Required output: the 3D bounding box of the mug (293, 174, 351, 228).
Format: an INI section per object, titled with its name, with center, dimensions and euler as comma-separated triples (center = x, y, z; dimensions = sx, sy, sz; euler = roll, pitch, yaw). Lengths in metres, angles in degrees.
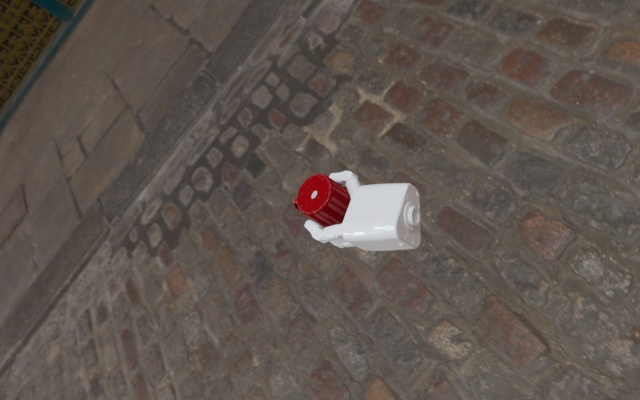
[mug]
center = -0.001, 0.003, 0.898
dimensions = 0.117, 0.093, 0.081
euler = -6, -25, 36
